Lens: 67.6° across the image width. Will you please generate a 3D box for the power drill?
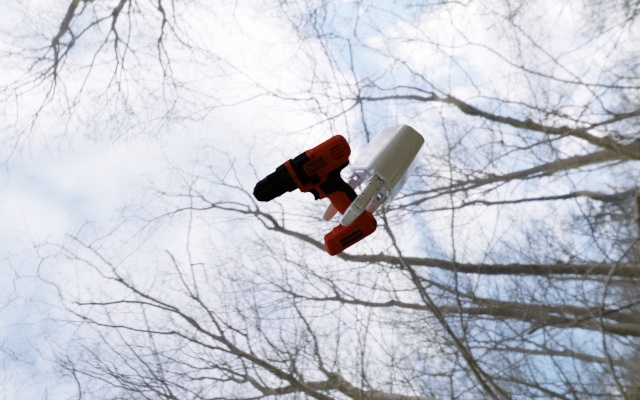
[{"bbox_3d":[0.001,0.003,0.832,0.184,0.188,0.057,-30,20,4],"label":"power drill"}]
